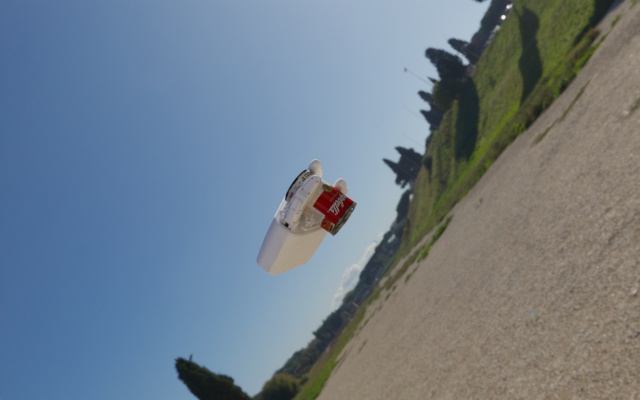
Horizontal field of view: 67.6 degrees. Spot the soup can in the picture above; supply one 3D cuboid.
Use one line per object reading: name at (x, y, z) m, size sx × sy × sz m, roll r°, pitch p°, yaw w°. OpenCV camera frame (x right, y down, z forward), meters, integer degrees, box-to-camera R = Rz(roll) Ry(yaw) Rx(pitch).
soup can at (0.000, 0.002, 0.799) m, size 0.102 × 0.068 × 0.068 m, roll 36°, pitch 8°, yaw 11°
